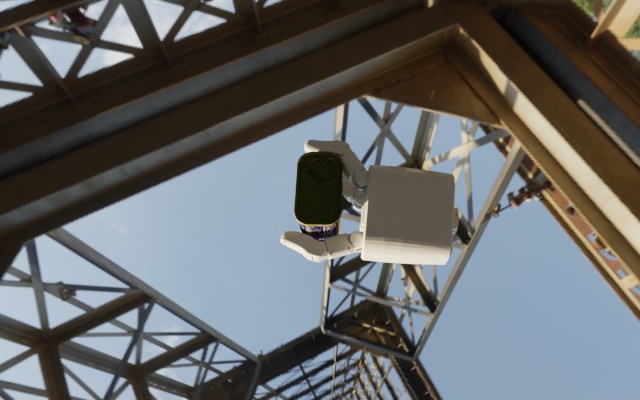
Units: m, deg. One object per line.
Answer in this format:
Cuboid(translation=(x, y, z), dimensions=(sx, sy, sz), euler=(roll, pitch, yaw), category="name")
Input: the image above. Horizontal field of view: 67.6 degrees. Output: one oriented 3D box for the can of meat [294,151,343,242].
Cuboid(translation=(0.000, 0.002, 0.613), dimensions=(0.057, 0.102, 0.084), euler=(0, -27, 3), category="can of meat")
